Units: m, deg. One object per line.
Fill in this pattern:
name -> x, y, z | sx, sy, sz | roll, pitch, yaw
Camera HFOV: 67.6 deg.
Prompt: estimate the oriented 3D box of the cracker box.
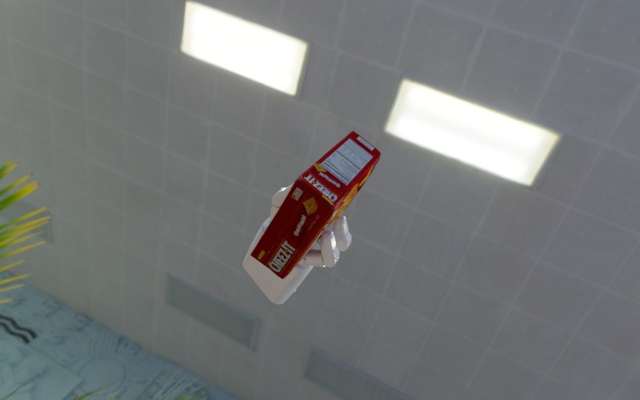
cracker box -> 0.000, 0.002, 0.745 | 0.072, 0.164, 0.213 | 37, 35, 4
